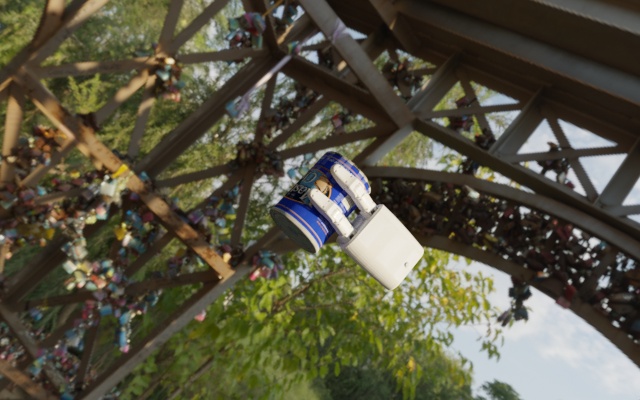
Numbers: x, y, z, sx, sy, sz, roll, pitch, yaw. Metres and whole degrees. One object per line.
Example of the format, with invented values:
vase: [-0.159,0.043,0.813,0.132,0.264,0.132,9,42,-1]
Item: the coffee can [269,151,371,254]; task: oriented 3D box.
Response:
coffee can: [0.000,0.003,0.790,0.140,0.103,0.103,-47,18,-18]
